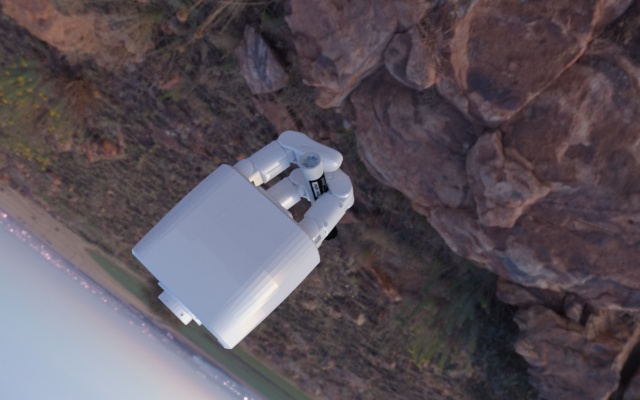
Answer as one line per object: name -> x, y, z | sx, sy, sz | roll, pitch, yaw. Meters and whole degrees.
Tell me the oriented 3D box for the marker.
marker -> 0.000, 0.001, 0.440 | 0.020, 0.020, 0.121 | 0, -34, 10
